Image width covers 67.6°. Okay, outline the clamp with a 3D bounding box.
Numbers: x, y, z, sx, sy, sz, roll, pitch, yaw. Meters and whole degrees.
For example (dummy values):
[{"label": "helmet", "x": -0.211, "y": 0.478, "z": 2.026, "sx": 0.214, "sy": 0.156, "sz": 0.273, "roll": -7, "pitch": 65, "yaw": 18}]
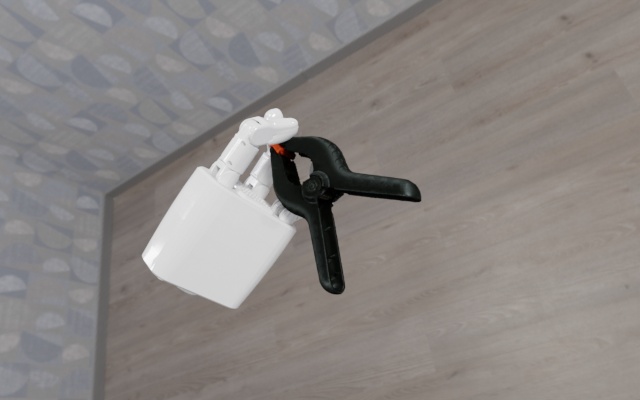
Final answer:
[{"label": "clamp", "x": 0.000, "y": 0.001, "z": 0.449, "sx": 0.171, "sy": 0.120, "sz": 0.039, "roll": 37, "pitch": 3, "yaw": 39}]
